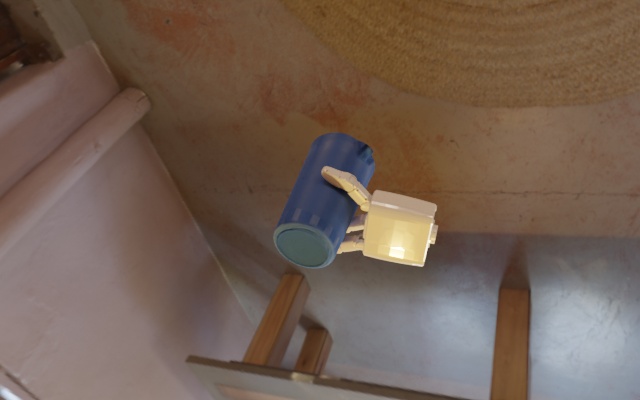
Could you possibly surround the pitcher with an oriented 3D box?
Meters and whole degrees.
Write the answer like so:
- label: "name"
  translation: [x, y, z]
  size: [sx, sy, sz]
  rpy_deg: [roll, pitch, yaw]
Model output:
- label: "pitcher"
  translation: [0.000, 0.003, 0.857]
  size: [0.145, 0.149, 0.242]
  rpy_deg: [13, 45, 12]
